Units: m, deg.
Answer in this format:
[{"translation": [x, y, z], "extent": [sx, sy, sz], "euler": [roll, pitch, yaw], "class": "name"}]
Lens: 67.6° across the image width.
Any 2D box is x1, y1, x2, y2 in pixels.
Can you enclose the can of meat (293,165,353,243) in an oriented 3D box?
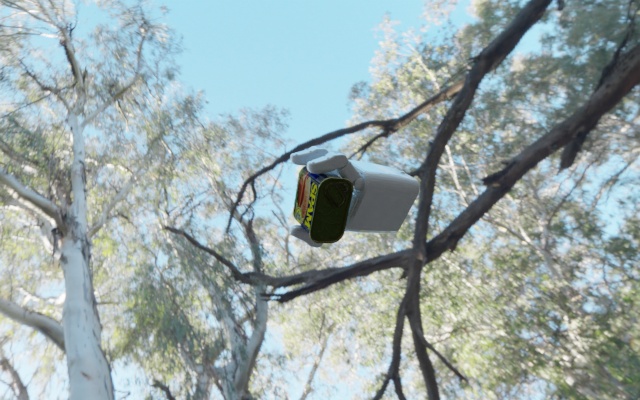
[{"translation": [0.000, 0.002, 0.730], "extent": [0.057, 0.102, 0.084], "euler": [3, 18, -26], "class": "can of meat"}]
